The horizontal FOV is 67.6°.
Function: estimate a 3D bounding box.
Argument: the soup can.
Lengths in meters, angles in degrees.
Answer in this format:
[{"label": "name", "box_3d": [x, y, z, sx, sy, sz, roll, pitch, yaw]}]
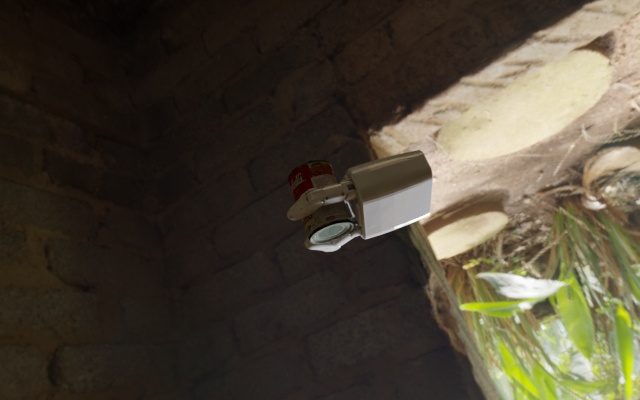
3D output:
[{"label": "soup can", "box_3d": [0.000, 0.003, 0.679, 0.068, 0.102, 0.068, -17, -24, -8]}]
